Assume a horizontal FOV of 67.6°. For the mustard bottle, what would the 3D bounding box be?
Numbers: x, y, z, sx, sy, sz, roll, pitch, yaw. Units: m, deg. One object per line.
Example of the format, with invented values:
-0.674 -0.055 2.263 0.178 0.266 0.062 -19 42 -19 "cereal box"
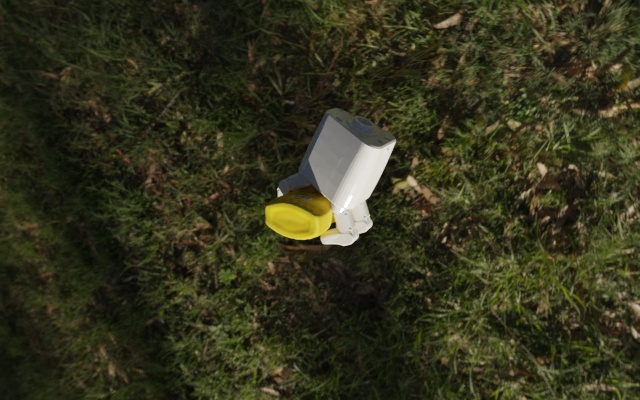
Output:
0.000 0.003 0.768 0.096 0.058 0.191 11 21 26 "mustard bottle"
